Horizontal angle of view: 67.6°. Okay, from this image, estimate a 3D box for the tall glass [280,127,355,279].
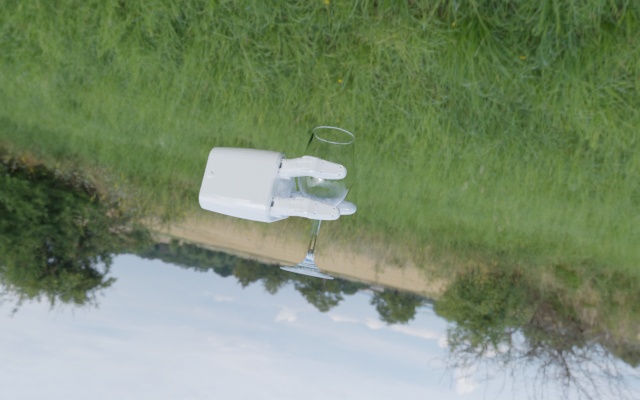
[{"bbox_3d":[0.000,0.003,0.662,0.079,0.201,0.079,11,-11,2],"label":"tall glass"}]
